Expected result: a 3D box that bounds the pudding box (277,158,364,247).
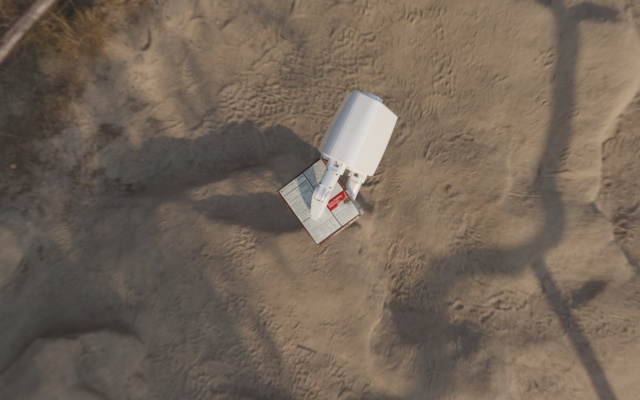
[{"bbox_3d":[0.000,0.002,0.760,0.090,0.113,0.039,-37,-6,8],"label":"pudding box"}]
